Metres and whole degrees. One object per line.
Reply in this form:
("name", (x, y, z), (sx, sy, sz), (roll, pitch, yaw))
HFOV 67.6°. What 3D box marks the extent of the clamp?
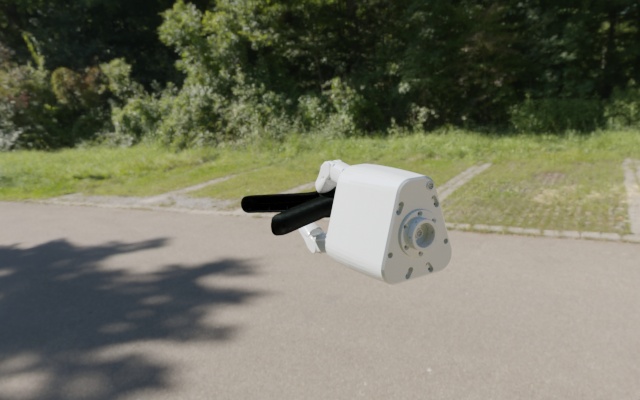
("clamp", (0.001, 0.001, 0.650), (0.210, 0.036, 0.164), (-11, 14, -27))
